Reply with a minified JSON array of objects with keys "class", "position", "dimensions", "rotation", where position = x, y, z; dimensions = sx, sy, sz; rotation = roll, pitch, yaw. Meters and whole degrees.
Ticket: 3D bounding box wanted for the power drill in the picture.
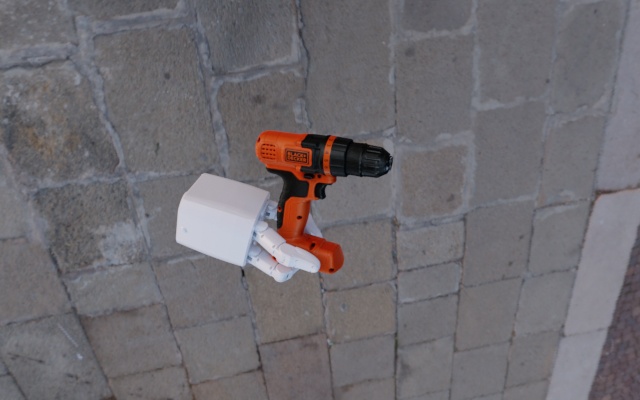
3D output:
[{"class":"power drill","position":[0.000,0.003,0.649],"dimensions":[0.184,0.188,0.057],"rotation":[11,22,19]}]
